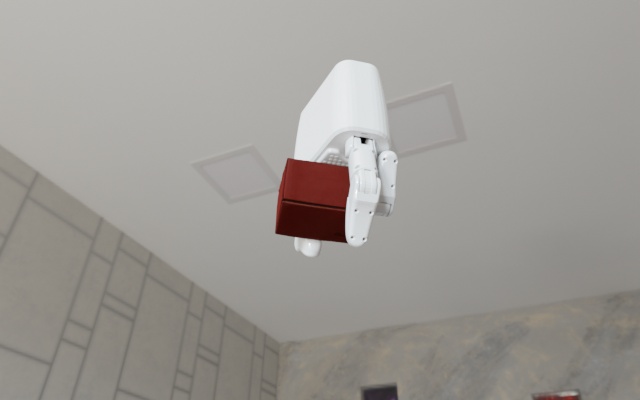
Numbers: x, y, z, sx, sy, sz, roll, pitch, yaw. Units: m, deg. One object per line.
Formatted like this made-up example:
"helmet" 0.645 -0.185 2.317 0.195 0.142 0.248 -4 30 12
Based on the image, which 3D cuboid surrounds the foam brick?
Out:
"foam brick" 0.000 0.001 0.439 0.078 0.051 0.053 8 -38 -10
